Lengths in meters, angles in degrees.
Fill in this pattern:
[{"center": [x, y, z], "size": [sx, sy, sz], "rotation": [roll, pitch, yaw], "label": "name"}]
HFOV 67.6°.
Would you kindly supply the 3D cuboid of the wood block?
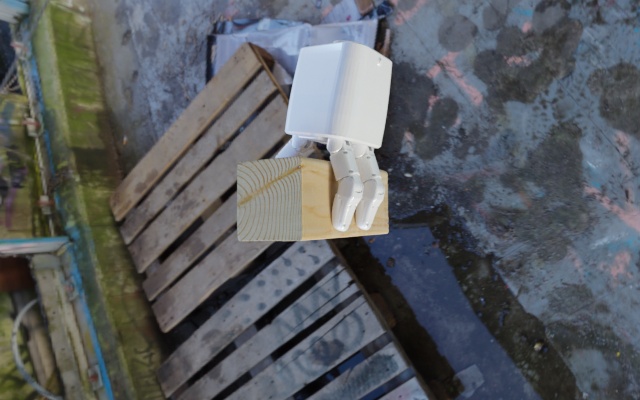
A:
[{"center": [0.000, 0.002, 0.594], "size": [0.091, 0.090, 0.206], "rotation": [-2, -3, 33], "label": "wood block"}]
